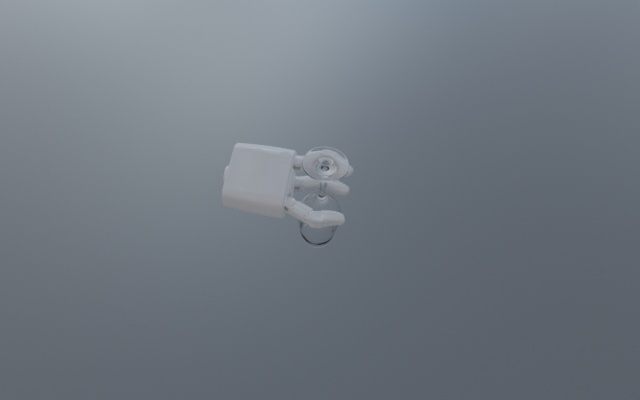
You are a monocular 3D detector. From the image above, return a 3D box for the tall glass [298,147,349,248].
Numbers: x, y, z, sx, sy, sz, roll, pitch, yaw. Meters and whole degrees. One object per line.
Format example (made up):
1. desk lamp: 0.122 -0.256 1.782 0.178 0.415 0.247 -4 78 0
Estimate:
1. tall glass: 0.000 0.002 0.826 0.079 0.079 0.201 0 -38 -5
